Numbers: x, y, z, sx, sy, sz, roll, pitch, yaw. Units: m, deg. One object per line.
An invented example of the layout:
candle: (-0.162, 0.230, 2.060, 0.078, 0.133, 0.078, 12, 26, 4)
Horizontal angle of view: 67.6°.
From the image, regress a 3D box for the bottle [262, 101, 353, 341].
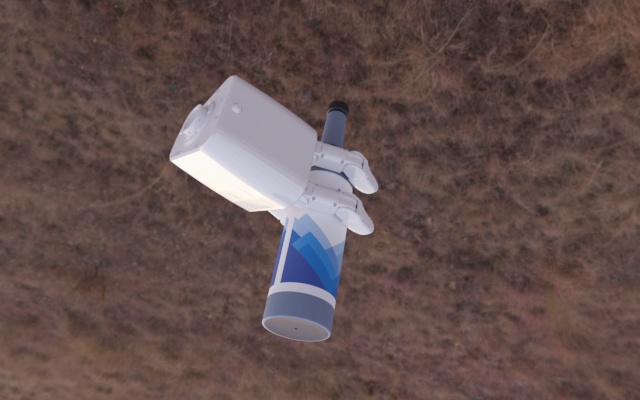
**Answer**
bottle: (0.000, 0.002, 0.533, 0.069, 0.295, 0.069, 8, -33, 5)
